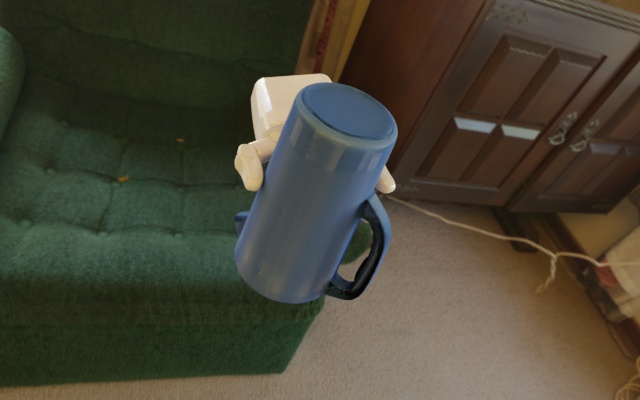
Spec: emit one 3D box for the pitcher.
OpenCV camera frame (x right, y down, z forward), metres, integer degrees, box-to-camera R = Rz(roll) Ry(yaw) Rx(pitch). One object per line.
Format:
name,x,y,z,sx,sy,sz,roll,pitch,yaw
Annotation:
pitcher,0.000,0.002,0.537,0.149,0.145,0.243,4,-46,-22
